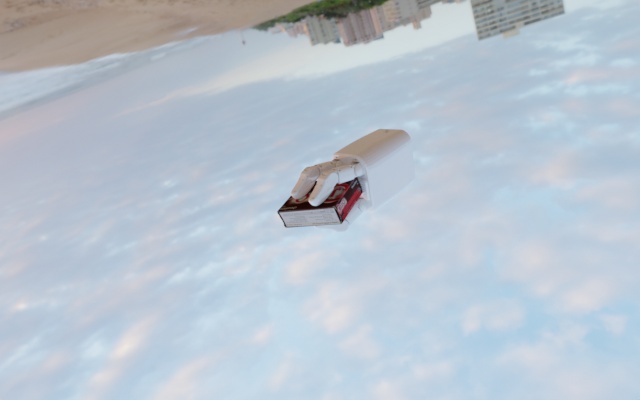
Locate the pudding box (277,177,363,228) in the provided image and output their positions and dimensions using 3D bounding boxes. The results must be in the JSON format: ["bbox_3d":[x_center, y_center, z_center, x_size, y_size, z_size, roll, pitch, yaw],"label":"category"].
[{"bbox_3d":[0.000,0.003,0.770,0.113,0.039,0.090,-8,28,34],"label":"pudding box"}]
